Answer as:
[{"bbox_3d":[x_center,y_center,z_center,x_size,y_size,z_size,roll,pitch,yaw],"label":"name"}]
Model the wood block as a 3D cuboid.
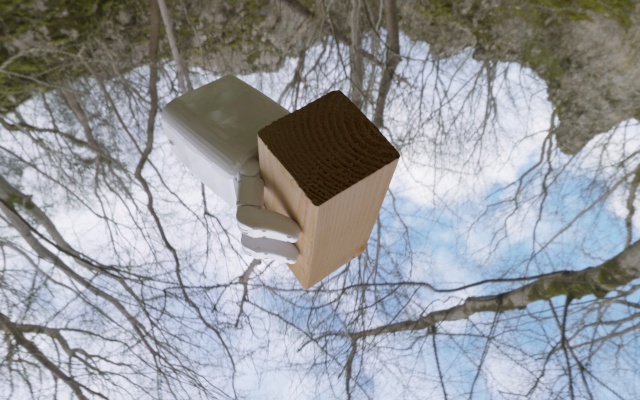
[{"bbox_3d":[0.000,0.001,0.486,0.091,0.090,0.206,-32,-21,-19],"label":"wood block"}]
